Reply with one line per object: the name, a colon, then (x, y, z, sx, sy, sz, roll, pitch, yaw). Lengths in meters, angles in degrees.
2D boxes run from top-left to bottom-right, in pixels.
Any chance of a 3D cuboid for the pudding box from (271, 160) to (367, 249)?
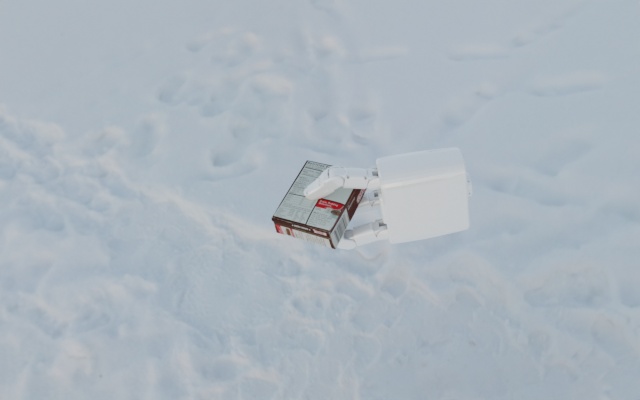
pudding box: (0.000, 0.002, 0.642, 0.090, 0.113, 0.039, 13, -37, 25)
